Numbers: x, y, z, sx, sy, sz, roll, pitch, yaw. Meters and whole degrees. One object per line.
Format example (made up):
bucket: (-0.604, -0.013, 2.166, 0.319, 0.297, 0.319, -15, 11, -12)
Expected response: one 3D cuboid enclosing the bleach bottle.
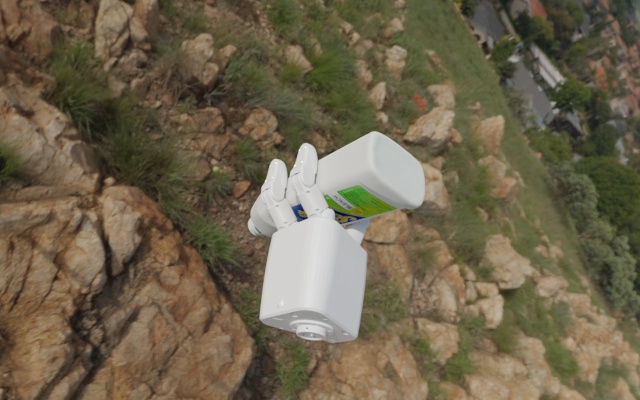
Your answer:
bleach bottle: (0.000, 0.002, 0.605, 0.102, 0.068, 0.251, 31, -38, -33)
